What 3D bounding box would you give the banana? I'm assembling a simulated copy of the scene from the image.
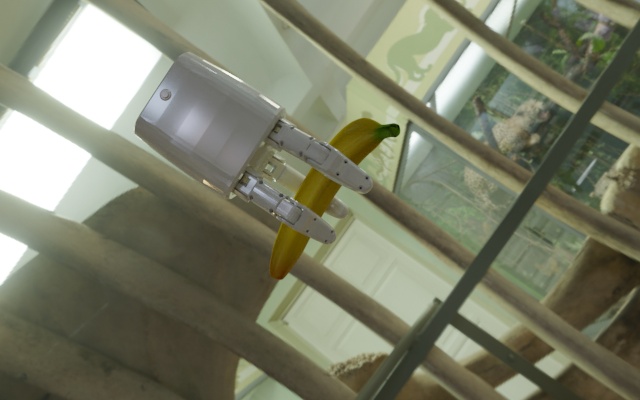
[{"bbox_3d":[0.002,-0.010,0.468,0.037,0.198,0.069,30,23,-14],"label":"banana"}]
